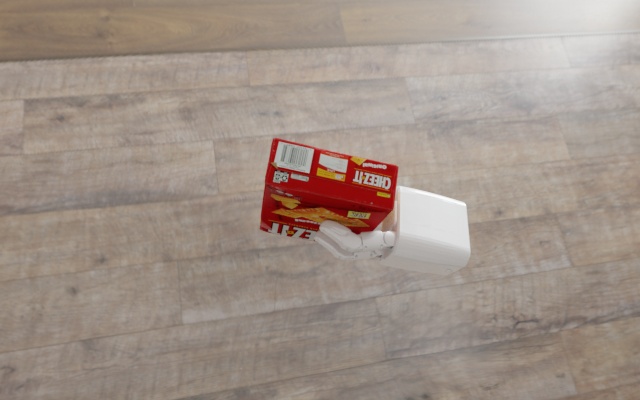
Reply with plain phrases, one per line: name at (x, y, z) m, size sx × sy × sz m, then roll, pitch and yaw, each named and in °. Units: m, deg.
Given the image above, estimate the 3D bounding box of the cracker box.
cracker box at (0.000, 0.002, 0.681) m, size 0.164 × 0.072 × 0.214 m, roll 12°, pitch -21°, yaw -5°
